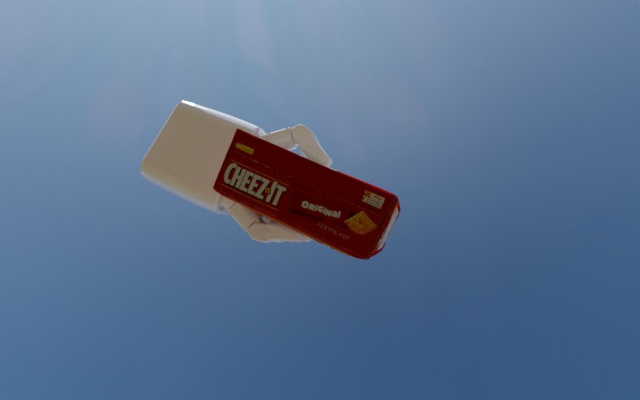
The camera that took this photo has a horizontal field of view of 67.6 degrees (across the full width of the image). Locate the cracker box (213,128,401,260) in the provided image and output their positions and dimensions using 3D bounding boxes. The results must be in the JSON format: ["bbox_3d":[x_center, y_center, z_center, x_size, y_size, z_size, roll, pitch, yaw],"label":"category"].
[{"bbox_3d":[0.000,0.002,0.530,0.164,0.072,0.214,23,1,11],"label":"cracker box"}]
